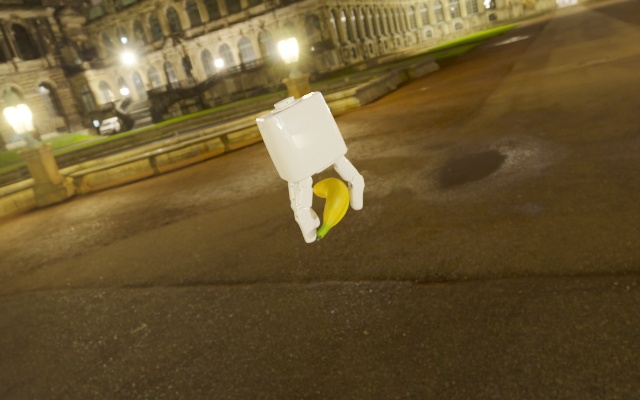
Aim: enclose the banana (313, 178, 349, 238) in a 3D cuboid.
[{"bbox_3d":[0.016,-0.006,0.805,0.069,0.037,0.197,-32,18,10],"label":"banana"}]
